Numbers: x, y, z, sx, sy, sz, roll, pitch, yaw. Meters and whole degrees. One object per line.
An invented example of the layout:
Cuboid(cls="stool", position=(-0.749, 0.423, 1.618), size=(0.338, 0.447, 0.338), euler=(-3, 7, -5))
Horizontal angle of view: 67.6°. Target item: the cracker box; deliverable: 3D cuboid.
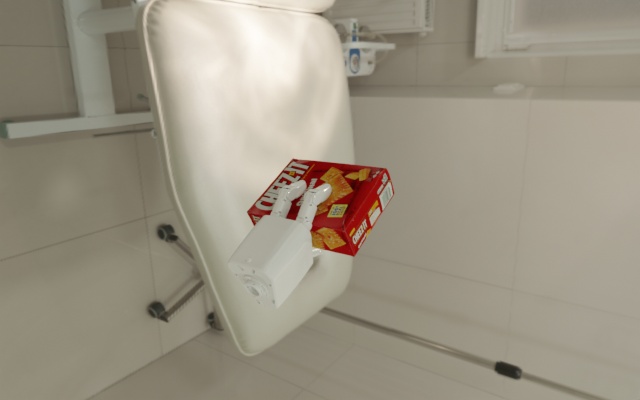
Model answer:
Cuboid(cls="cracker box", position=(0.000, 0.003, 0.858), size=(0.213, 0.072, 0.164), euler=(10, 47, 34))
